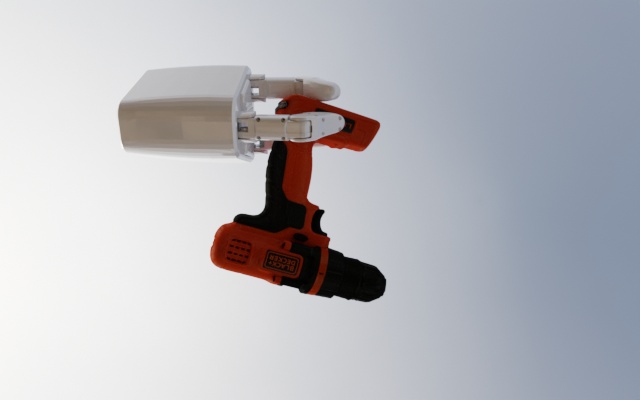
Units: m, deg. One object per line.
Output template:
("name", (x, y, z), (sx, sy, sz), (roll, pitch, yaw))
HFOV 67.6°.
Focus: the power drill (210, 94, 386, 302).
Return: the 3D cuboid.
("power drill", (0.000, 0.001, 0.484), (0.184, 0.187, 0.057), (17, -4, -16))
